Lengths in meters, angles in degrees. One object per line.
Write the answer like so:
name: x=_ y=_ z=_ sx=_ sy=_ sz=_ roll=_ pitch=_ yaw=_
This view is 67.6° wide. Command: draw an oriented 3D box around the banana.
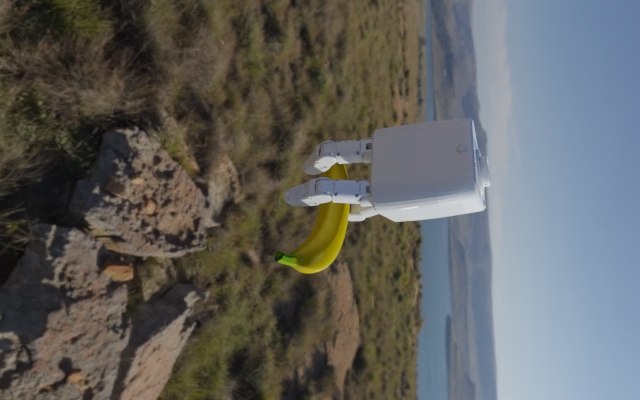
banana: x=0.006 y=0.018 z=0.560 sx=0.037 sy=0.070 sz=0.197 roll=-9 pitch=36 yaw=27
